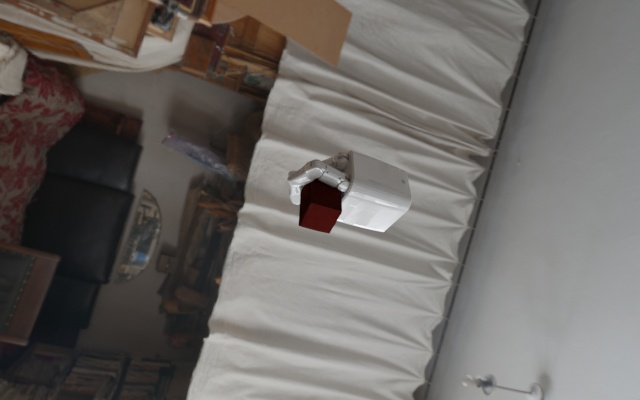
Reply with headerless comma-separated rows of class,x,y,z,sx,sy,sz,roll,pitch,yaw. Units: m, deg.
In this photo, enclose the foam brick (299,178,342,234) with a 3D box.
foam brick,0.000,0.003,0.733,0.051,0.053,0.078,18,40,-14
